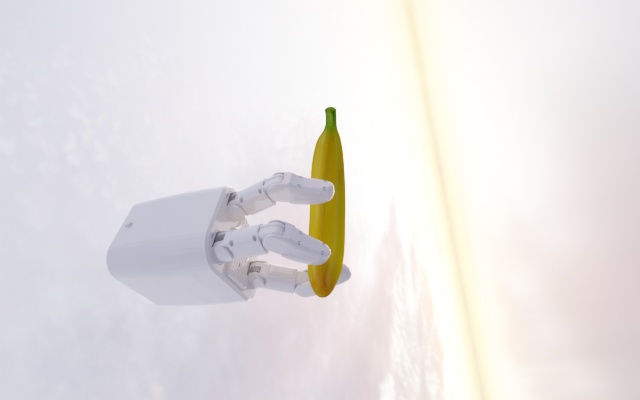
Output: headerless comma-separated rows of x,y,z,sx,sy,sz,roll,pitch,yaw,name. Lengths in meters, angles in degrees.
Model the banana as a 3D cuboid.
0.004,0.006,0.480,0.037,0.197,0.070,-5,-25,12,banana
